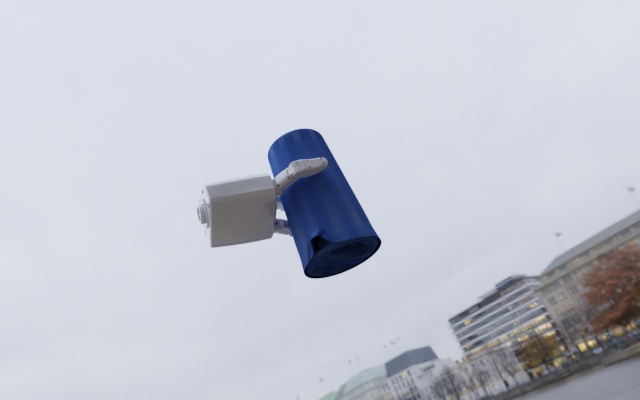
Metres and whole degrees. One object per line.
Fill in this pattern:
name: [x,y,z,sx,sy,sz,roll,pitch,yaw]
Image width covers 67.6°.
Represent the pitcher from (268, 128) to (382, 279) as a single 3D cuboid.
pitcher: [0.000,0.003,0.817,0.145,0.242,0.149,-11,-30,-22]
